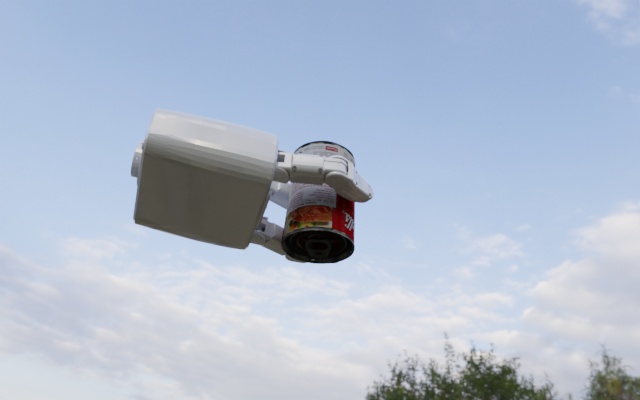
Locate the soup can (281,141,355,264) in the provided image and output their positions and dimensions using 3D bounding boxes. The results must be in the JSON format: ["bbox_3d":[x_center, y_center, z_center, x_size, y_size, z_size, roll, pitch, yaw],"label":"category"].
[{"bbox_3d":[0.001,0.001,0.466,0.068,0.102,0.068,2,-33,2],"label":"soup can"}]
